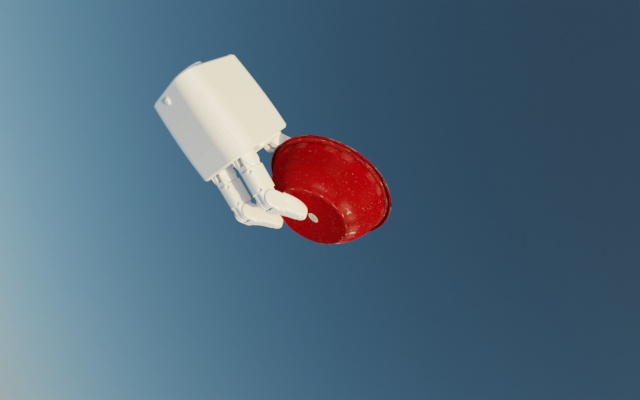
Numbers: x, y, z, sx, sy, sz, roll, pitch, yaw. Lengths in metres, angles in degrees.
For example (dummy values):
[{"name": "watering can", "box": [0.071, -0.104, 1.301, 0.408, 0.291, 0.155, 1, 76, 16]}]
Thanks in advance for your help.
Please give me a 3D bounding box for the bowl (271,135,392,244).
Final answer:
[{"name": "bowl", "box": [0.001, 0.003, 0.574, 0.162, 0.162, 0.055, 0, 43, 35]}]
